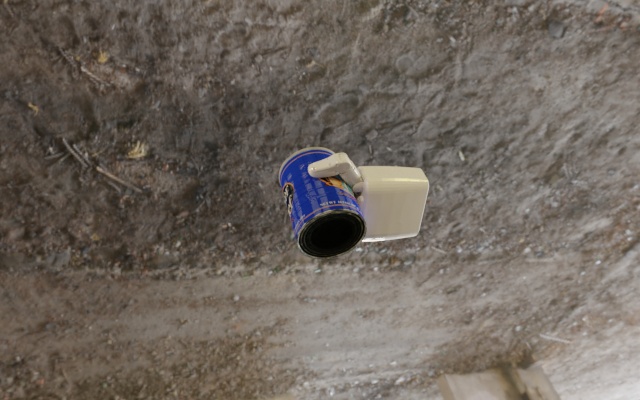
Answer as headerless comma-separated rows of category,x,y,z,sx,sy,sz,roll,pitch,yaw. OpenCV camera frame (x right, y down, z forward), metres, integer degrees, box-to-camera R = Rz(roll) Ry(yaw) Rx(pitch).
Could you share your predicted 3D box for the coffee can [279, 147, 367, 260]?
coffee can,0.000,0.002,0.716,0.103,0.103,0.140,0,43,-19
